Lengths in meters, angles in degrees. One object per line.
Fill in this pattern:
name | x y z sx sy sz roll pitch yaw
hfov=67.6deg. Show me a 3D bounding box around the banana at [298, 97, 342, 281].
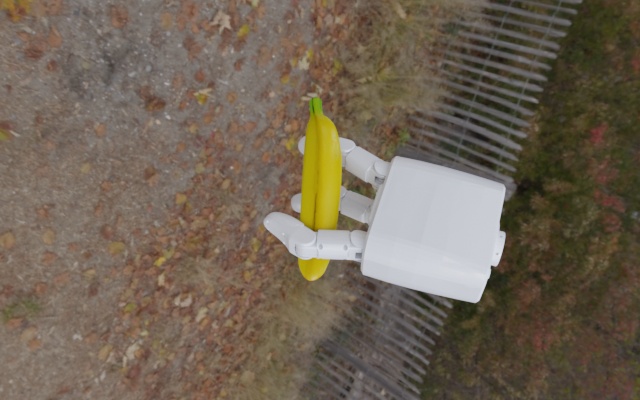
banana | -0.001 0.005 0.465 0.037 0.198 0.069 5 22 1
